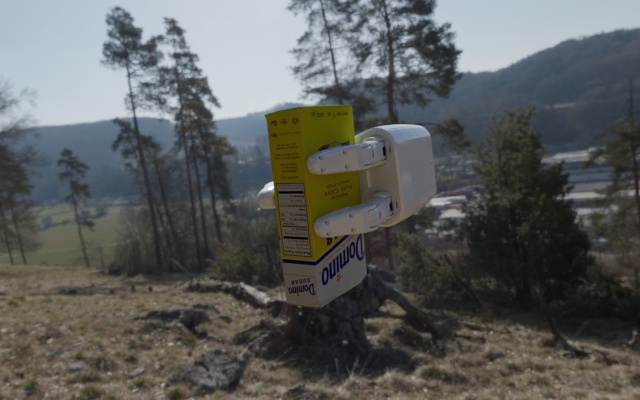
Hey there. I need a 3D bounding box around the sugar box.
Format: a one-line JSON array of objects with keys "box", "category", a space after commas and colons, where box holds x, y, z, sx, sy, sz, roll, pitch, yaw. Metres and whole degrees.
[{"box": [0.001, 0.001, 0.449, 0.048, 0.176, 0.093, -3, 10, 34], "category": "sugar box"}]
